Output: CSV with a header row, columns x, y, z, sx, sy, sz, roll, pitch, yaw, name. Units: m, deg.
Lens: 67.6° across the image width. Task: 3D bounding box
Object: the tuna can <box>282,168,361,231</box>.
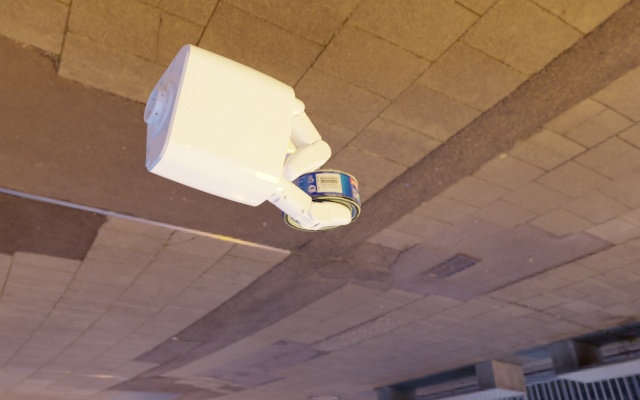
x,y,z,sx,sy,sz,roll,pitch,yaw,name
0.000,0.002,0.517,0.086,0.033,0.086,-5,-27,-3,tuna can
